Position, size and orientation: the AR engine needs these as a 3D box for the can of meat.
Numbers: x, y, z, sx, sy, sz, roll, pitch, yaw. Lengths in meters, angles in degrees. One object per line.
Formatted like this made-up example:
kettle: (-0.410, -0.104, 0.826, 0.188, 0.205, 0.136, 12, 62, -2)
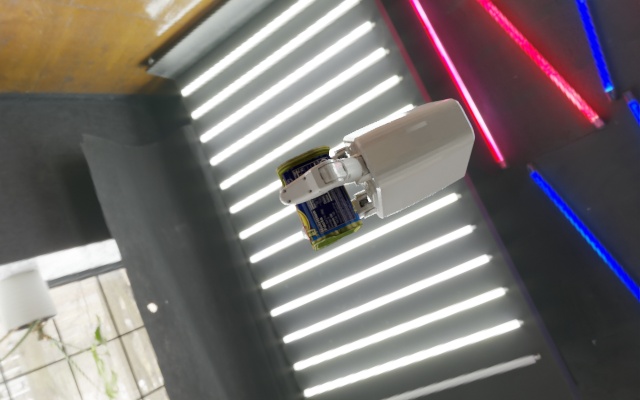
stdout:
can of meat: (0.000, 0.002, 0.488, 0.057, 0.084, 0.102, -25, -8, -4)
